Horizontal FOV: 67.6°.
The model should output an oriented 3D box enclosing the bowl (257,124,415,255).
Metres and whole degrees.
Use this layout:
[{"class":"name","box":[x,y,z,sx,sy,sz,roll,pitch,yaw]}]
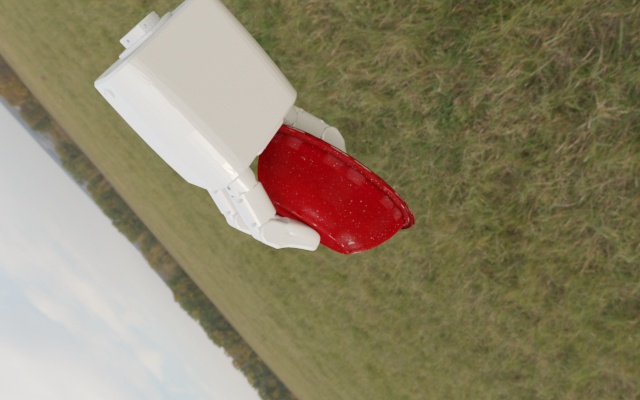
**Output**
[{"class":"bowl","box":[0.001,0.003,0.427,0.162,0.055,0.162,31,-11,7]}]
